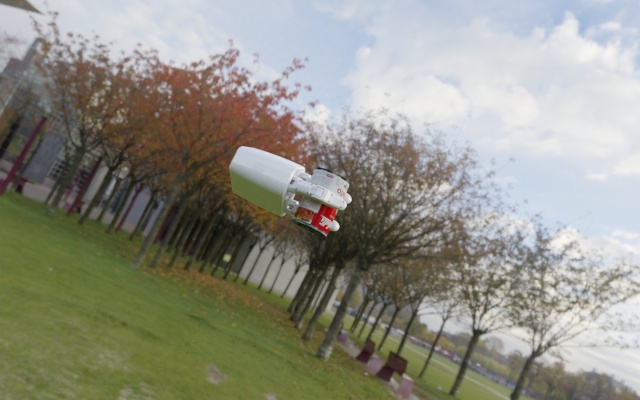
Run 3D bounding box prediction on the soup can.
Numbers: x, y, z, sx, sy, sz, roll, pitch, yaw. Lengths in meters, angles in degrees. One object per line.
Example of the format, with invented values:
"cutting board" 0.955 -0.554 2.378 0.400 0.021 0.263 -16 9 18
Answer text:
"soup can" 0.001 0.003 0.824 0.068 0.102 0.068 24 -10 5
